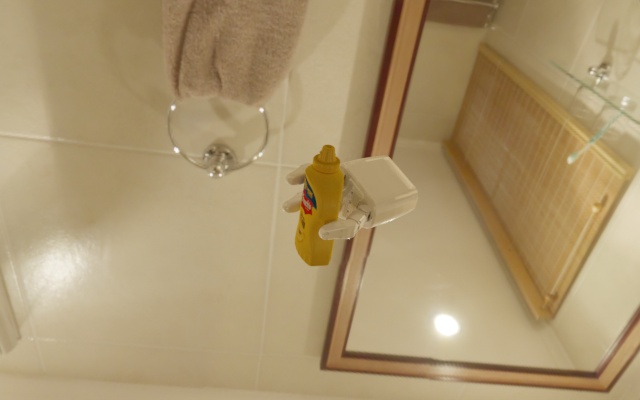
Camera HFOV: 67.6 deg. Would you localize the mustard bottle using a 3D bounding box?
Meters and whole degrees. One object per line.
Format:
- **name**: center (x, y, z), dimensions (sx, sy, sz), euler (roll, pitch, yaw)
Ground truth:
- **mustard bottle**: center (0.000, 0.003, 0.740), dimensions (0.058, 0.192, 0.096), euler (0, 34, -15)
